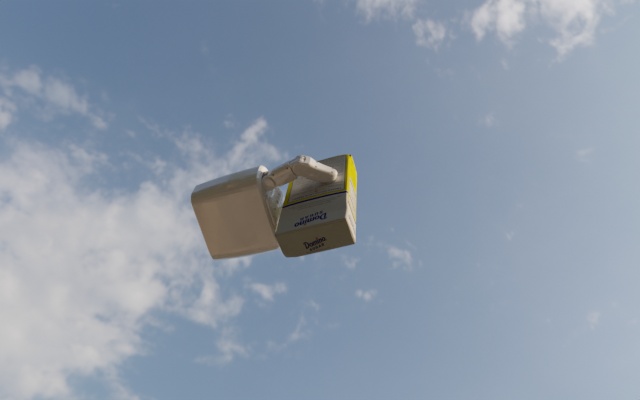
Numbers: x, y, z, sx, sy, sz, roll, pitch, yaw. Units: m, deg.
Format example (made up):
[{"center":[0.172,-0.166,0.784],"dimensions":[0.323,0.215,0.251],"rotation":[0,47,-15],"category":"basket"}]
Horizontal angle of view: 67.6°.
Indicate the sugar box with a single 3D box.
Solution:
[{"center":[0.000,0.003,0.641],"dimensions":[0.093,0.048,0.176],"rotation":[-14,31,14],"category":"sugar box"}]
